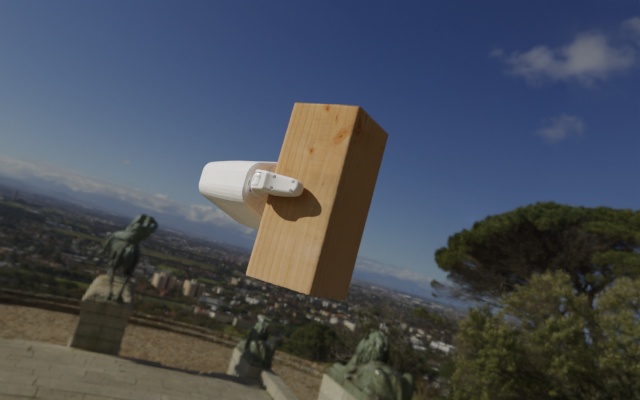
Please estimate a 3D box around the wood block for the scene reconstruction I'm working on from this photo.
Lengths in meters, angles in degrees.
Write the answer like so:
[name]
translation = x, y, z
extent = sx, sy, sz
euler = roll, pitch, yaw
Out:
[wood block]
translation = 0.000, 0.002, 0.553
extent = 0.090, 0.206, 0.091
euler = 11, -8, 32
